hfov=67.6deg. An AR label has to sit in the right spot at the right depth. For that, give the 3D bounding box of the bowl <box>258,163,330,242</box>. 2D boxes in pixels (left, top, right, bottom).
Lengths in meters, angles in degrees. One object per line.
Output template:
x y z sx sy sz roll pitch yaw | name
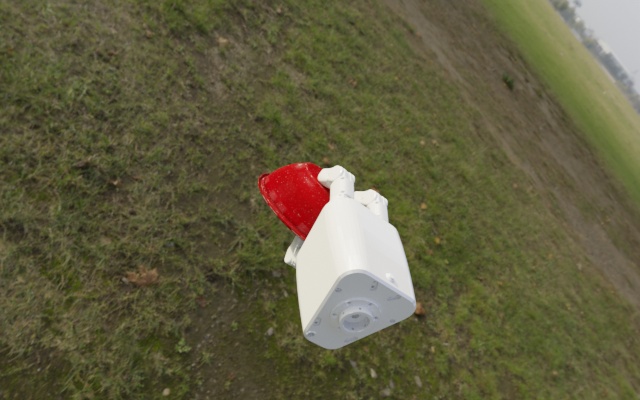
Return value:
0.000 0.001 0.615 0.162 0.055 0.162 38 16 -12 | bowl
